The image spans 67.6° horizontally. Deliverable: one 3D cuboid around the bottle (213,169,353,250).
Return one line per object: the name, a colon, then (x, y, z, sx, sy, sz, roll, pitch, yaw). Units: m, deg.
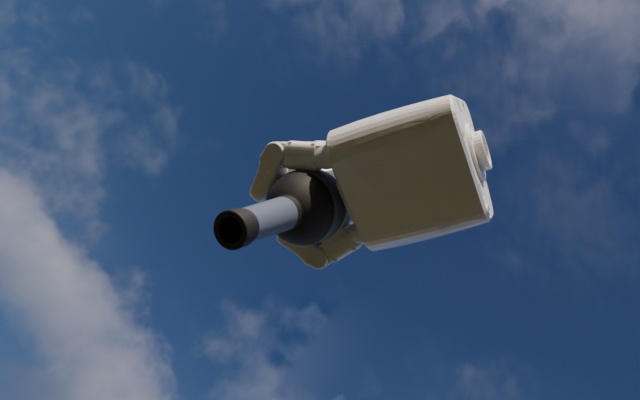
bottle: (0.000, 0.001, 0.450, 0.069, 0.069, 0.295, 0, 7, 24)
